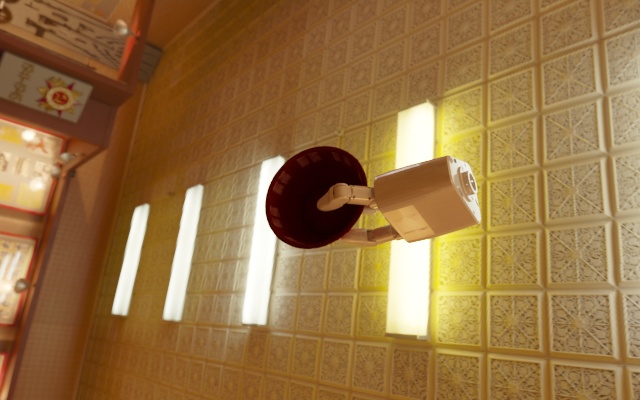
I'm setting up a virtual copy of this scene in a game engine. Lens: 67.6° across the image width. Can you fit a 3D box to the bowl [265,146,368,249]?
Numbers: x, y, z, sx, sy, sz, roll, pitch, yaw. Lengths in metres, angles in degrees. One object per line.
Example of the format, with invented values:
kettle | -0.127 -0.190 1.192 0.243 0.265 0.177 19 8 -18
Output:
bowl | -0.001 0.002 0.710 0.162 0.162 0.055 0 -23 24
